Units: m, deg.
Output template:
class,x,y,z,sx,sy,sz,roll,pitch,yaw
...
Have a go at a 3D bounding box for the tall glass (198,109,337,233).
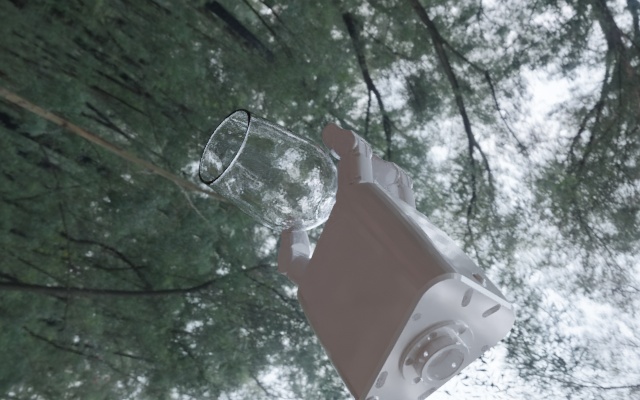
class,x,y,z,sx,sy,sz,roll,pitch,yaw
tall glass,0.000,0.002,0.402,0.201,0.079,0.079,30,-18,-34
